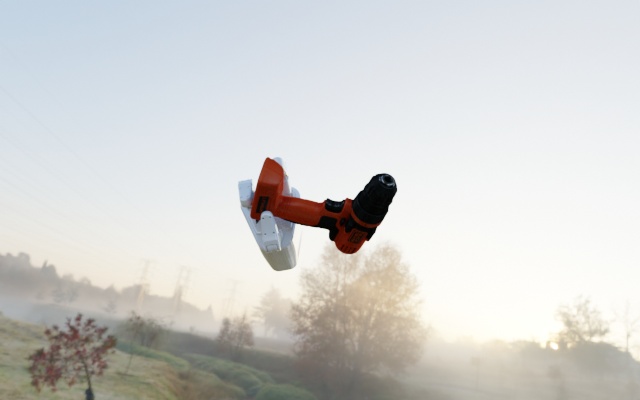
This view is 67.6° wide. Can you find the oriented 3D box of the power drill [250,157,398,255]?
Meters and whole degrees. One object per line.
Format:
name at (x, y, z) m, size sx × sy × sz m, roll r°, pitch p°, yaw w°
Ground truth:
power drill at (0.000, 0.002, 0.684) m, size 0.187 × 0.057 × 0.184 m, roll 19°, pitch -38°, yaw -5°
